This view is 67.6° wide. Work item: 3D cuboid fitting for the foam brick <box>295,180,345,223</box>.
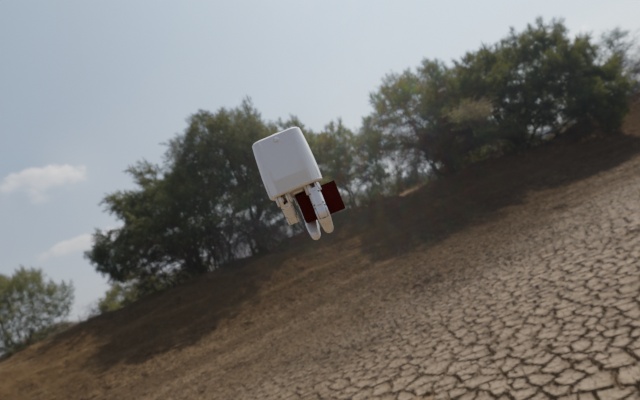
[{"bbox_3d":[0.000,0.003,0.868,0.078,0.051,0.053,-22,-7,0],"label":"foam brick"}]
